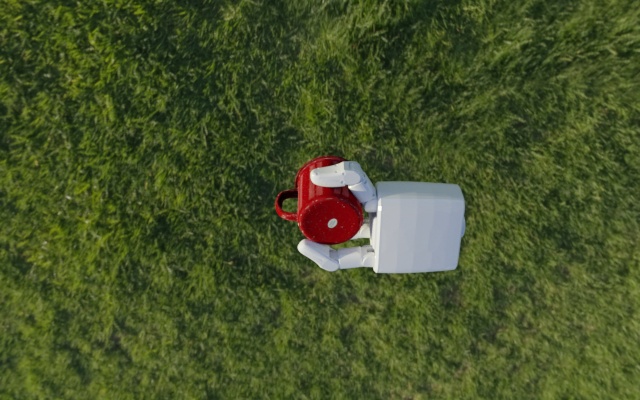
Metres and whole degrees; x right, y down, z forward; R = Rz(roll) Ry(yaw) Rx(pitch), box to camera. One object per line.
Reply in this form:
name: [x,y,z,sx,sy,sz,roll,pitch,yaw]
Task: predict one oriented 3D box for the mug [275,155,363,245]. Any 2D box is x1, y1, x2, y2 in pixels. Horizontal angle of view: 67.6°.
mug: [-0.001,0.003,0.615,0.117,0.093,0.081,-2,38,1]
